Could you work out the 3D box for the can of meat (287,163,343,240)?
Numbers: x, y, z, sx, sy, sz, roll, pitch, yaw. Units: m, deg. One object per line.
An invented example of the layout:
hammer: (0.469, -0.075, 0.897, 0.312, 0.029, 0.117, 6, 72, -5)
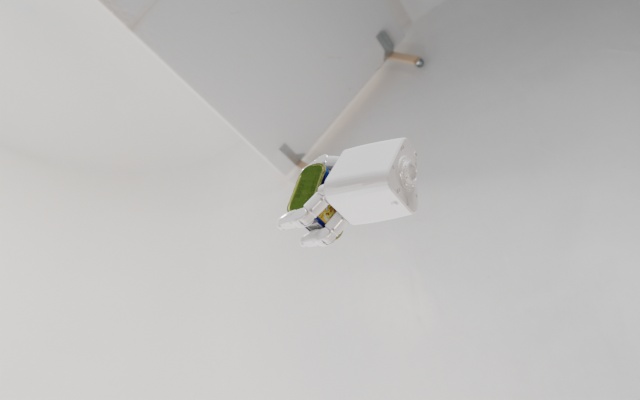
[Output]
can of meat: (0.000, 0.002, 0.769, 0.057, 0.102, 0.084, -6, -36, 39)
